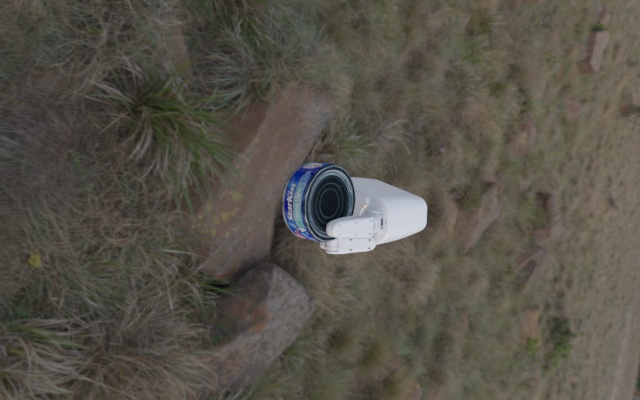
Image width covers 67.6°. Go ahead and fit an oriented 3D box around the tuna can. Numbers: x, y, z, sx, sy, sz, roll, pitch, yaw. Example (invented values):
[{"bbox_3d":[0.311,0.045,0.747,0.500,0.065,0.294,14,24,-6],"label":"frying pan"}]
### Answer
[{"bbox_3d":[0.000,0.002,0.521,0.034,0.086,0.086,9,6,42],"label":"tuna can"}]
